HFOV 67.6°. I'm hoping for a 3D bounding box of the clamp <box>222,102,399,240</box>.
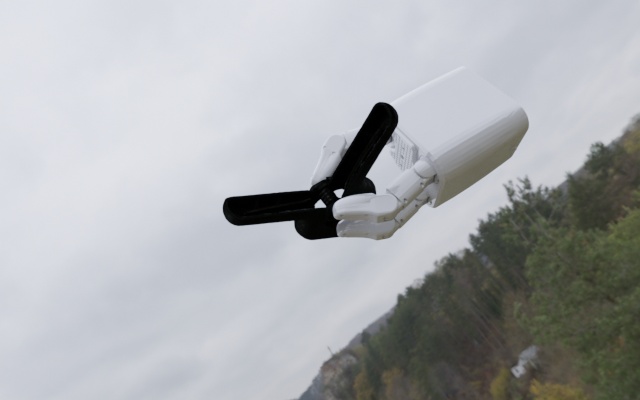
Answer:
[{"bbox_3d":[0.000,0.001,0.470,0.164,0.036,0.210,-29,-22,-6],"label":"clamp"}]
